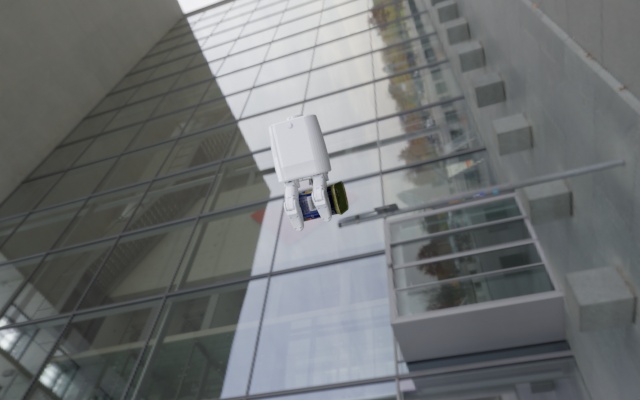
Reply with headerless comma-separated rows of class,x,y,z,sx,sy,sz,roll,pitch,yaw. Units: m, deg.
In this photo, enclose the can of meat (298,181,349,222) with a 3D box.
can of meat,0.000,0.003,0.889,0.084,0.057,0.102,-13,4,14
